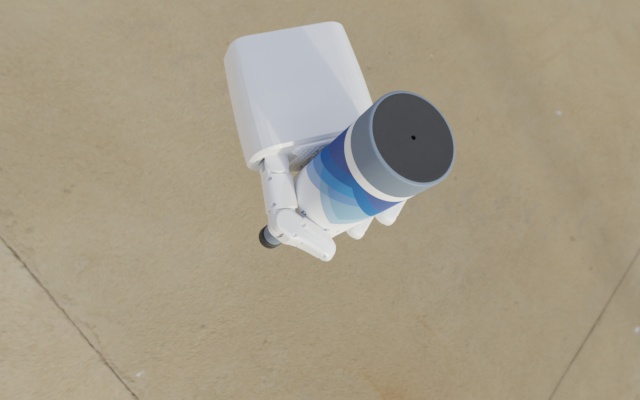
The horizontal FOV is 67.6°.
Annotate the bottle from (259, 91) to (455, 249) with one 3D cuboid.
[{"bbox_3d":[0.000,0.001,0.432,0.069,0.069,0.296,0,-17,-25],"label":"bottle"}]
